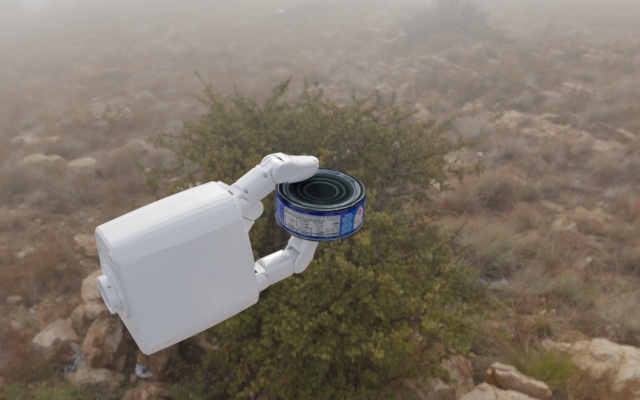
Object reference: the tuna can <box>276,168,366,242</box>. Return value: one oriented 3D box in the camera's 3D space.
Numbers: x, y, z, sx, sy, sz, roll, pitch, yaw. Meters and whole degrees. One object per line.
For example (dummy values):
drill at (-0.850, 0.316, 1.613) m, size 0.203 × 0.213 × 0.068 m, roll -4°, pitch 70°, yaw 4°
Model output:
tuna can at (0.000, 0.001, 0.456) m, size 0.086 × 0.034 × 0.086 m, roll 2°, pitch 31°, yaw -1°
